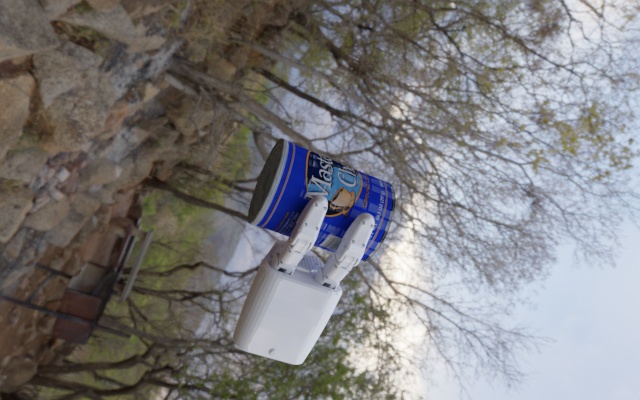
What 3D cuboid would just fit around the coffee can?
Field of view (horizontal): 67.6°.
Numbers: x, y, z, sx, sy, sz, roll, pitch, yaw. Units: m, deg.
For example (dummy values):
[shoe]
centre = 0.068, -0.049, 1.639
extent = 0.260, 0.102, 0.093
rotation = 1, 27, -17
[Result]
[coffee can]
centre = 0.000, 0.002, 0.552
extent = 0.140, 0.103, 0.103
rotation = 21, -6, -16
